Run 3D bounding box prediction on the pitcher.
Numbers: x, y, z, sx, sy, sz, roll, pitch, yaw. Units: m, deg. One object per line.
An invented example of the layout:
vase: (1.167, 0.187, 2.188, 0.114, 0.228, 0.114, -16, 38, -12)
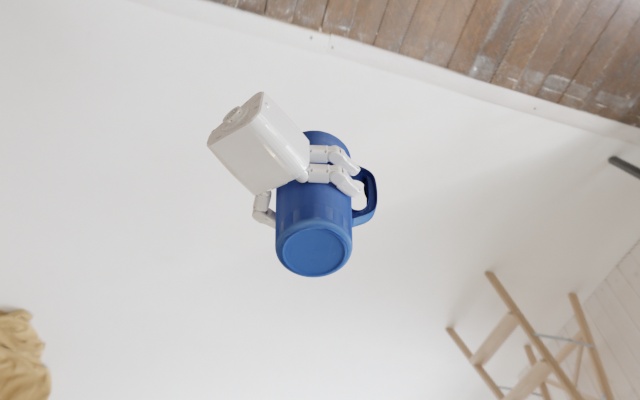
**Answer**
pitcher: (0.000, 0.002, 0.751, 0.149, 0.145, 0.242, -30, 31, 19)
